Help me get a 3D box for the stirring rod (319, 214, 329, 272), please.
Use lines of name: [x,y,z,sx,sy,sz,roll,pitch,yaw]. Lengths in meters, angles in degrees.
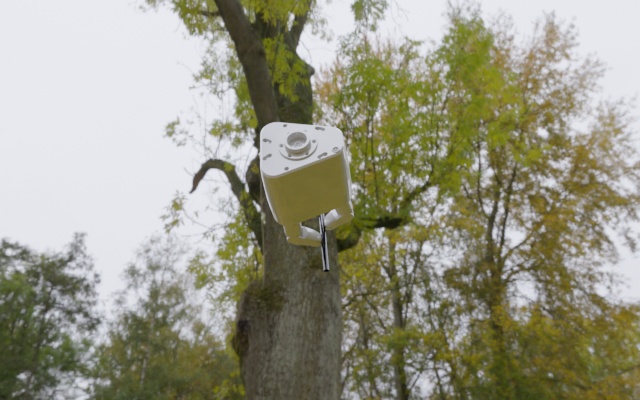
stirring rod: [0.000,0.002,0.752,0.011,0.239,0.011,-3,-35,-2]
